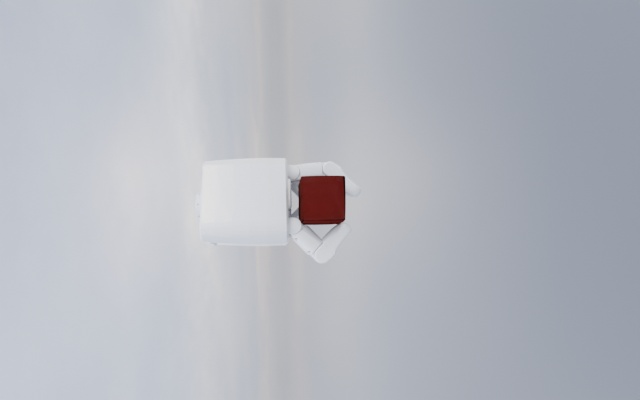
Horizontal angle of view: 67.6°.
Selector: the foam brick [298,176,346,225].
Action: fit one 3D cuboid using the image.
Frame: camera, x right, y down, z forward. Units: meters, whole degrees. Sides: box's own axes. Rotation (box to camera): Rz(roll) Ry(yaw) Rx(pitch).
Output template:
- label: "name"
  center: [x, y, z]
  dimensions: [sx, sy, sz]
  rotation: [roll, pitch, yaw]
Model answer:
- label: "foam brick"
  center: [0.000, 0.002, 0.578]
  dimensions: [0.051, 0.053, 0.078]
  rotation: [0, -8, -5]
